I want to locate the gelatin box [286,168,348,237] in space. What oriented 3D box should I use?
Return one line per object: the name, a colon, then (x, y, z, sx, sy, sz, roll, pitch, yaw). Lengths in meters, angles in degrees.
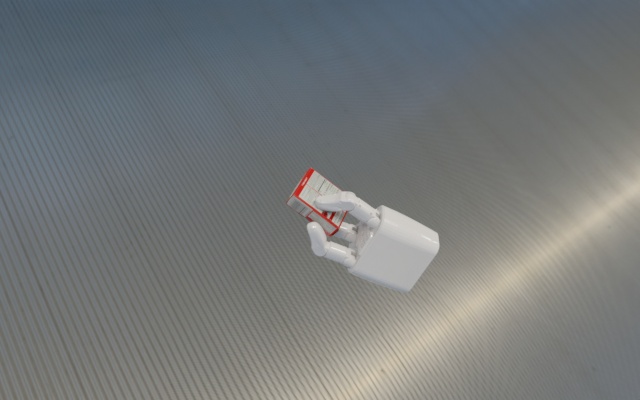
gelatin box: (0.000, 0.002, 0.742, 0.089, 0.073, 0.030, 37, -45, -8)
